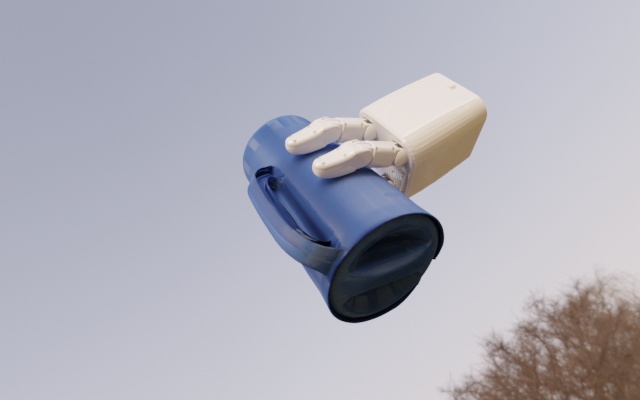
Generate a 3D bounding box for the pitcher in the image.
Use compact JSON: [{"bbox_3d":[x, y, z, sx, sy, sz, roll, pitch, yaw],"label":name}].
[{"bbox_3d":[0.000,0.002,0.516,0.145,0.149,0.242,-31,46,-13],"label":"pitcher"}]
